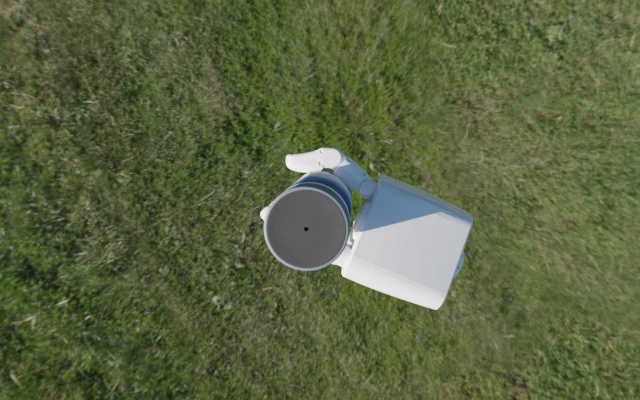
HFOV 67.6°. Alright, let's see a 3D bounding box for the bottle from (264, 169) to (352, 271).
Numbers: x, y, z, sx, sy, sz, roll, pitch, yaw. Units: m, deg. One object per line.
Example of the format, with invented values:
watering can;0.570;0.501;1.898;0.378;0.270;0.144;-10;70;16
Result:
bottle;0.000;0.002;0.511;0.069;0.069;0.295;0;8;4
